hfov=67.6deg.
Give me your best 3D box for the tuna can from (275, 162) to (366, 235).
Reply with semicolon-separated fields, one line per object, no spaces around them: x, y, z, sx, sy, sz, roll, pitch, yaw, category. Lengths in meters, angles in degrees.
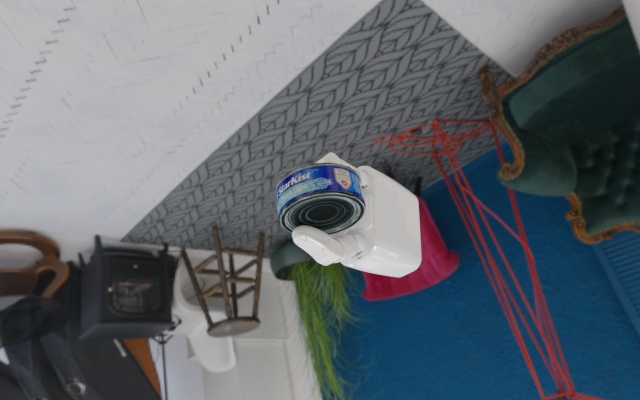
0.000;0.002;0.464;0.086;0.033;0.086;-7;-31;-4;tuna can
